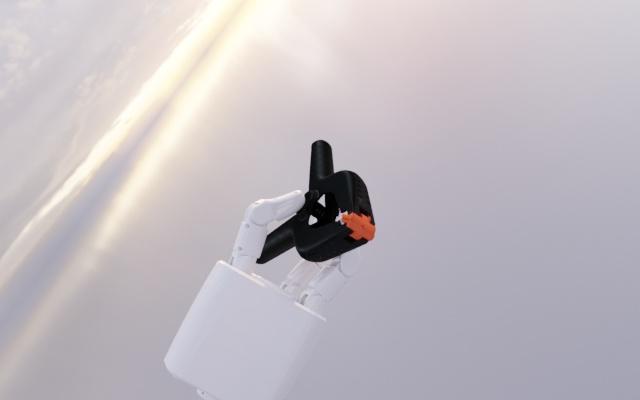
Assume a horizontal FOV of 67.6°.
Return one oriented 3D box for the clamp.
[{"bbox_3d":[0.000,0.001,0.486,0.036,0.164,0.210,31,-12,-22],"label":"clamp"}]
